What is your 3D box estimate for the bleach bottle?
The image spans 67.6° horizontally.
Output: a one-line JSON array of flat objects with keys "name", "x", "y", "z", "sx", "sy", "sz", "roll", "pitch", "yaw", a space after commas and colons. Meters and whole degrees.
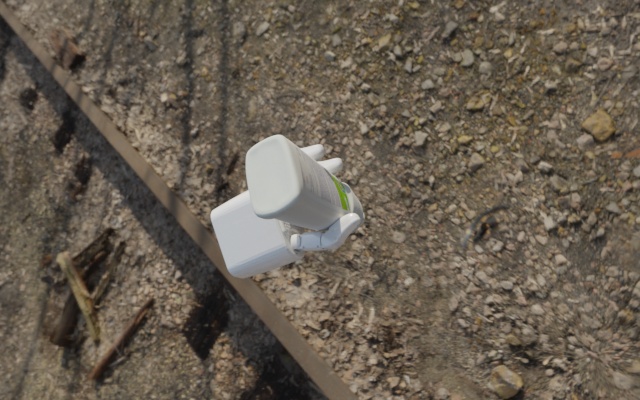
[{"name": "bleach bottle", "x": 0.000, "y": 0.002, "z": 0.653, "sx": 0.068, "sy": 0.102, "sz": 0.251, "roll": -24, "pitch": -26, "yaw": 21}]
